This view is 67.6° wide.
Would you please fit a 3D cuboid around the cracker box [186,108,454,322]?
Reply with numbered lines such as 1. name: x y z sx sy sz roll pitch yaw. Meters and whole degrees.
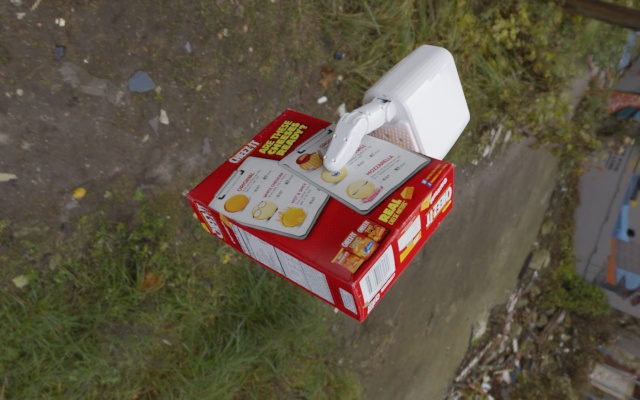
1. cracker box: 0.000 0.002 0.484 0.213 0.072 0.164 24 56 33
